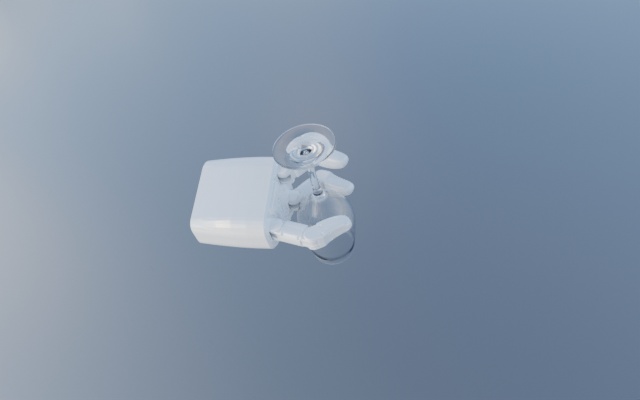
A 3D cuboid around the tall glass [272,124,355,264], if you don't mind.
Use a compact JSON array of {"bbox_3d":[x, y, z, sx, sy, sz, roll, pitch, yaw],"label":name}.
[{"bbox_3d":[0.000,0.002,0.612,0.079,0.079,0.201,0,-40,15],"label":"tall glass"}]
